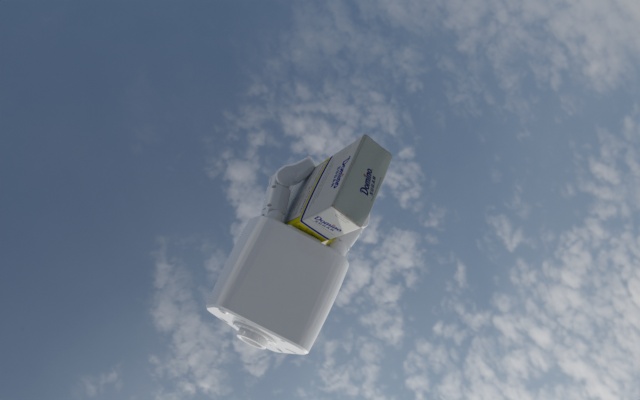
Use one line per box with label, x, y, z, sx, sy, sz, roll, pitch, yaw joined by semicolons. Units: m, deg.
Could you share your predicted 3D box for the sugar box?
sugar box;0.000;0.002;0.531;0.048;0.093;0.176;36;-29;-19
